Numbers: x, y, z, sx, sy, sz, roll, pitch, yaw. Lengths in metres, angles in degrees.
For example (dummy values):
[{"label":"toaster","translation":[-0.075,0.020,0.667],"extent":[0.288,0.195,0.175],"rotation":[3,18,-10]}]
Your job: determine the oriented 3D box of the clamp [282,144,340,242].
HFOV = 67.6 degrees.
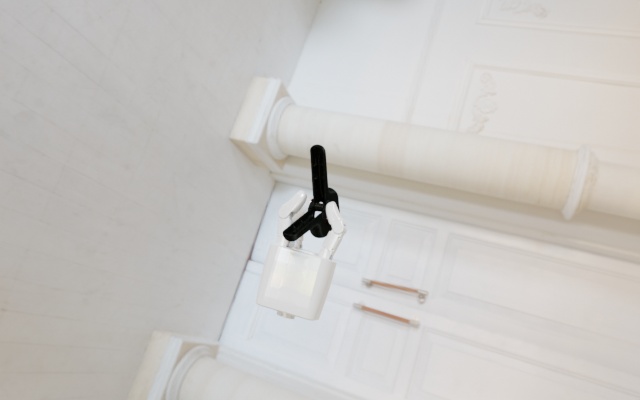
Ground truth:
[{"label":"clamp","translation":[0.001,0.003,0.842],"extent":[0.036,0.164,0.210],"rotation":[14,-7,20]}]
